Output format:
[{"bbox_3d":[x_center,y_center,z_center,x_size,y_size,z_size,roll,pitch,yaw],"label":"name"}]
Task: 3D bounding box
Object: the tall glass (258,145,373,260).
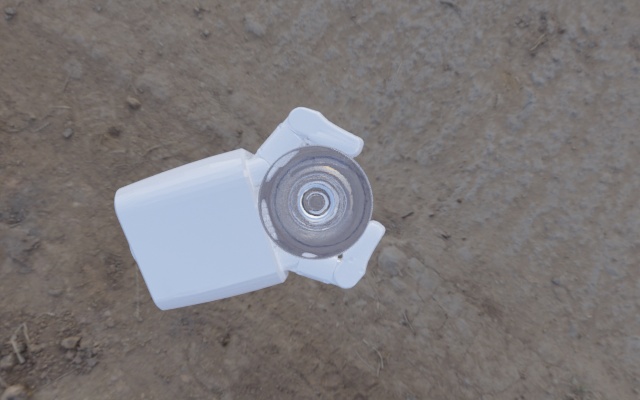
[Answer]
[{"bbox_3d":[0.000,0.001,0.404,0.079,0.079,0.201,0,0,3],"label":"tall glass"}]
